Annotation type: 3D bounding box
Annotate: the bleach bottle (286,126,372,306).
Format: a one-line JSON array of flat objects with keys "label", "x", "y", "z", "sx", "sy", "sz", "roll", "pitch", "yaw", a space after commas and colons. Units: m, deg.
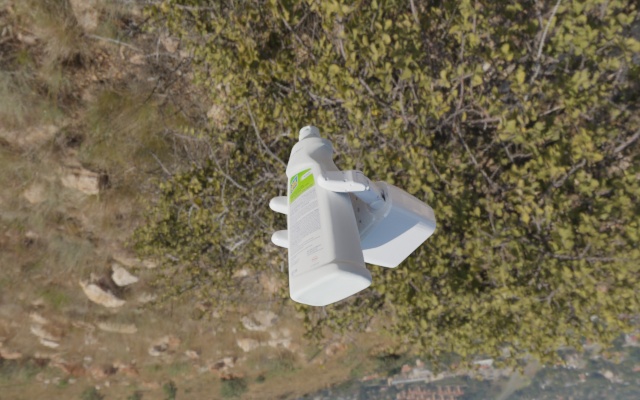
[{"label": "bleach bottle", "x": 0.000, "y": 0.002, "z": 0.625, "sx": 0.068, "sy": 0.250, "sz": 0.102, "roll": 23, "pitch": -42, "yaw": -37}]
